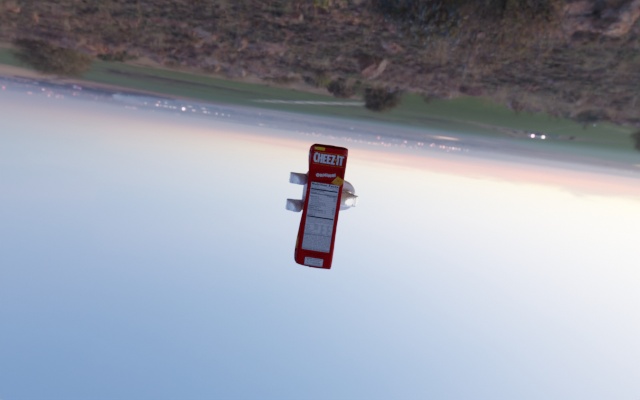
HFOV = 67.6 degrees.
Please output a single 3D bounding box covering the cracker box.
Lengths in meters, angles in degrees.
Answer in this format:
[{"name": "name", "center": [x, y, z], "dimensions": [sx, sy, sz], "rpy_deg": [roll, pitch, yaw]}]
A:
[{"name": "cracker box", "center": [0.000, 0.003, 0.891], "dimensions": [0.072, 0.214, 0.164], "rpy_deg": [8, 7, -1]}]
